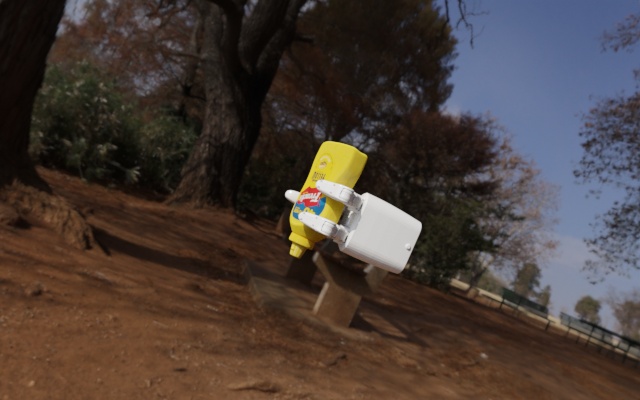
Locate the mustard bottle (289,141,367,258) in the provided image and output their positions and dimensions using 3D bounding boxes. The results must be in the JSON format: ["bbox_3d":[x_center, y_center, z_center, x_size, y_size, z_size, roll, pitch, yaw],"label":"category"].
[{"bbox_3d":[0.000,0.002,0.764,0.058,0.191,0.096,28,-5,-37],"label":"mustard bottle"}]
